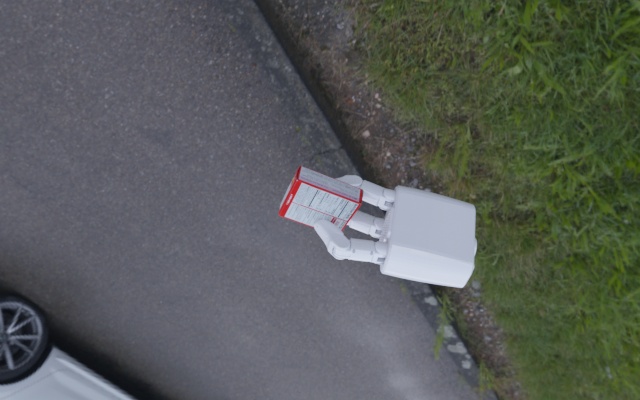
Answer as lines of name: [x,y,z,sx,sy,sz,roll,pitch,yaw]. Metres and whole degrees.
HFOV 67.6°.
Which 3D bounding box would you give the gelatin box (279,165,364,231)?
gelatin box: [0.000,0.002,0.610,0.089,0.030,0.073,20,-44,-11]
